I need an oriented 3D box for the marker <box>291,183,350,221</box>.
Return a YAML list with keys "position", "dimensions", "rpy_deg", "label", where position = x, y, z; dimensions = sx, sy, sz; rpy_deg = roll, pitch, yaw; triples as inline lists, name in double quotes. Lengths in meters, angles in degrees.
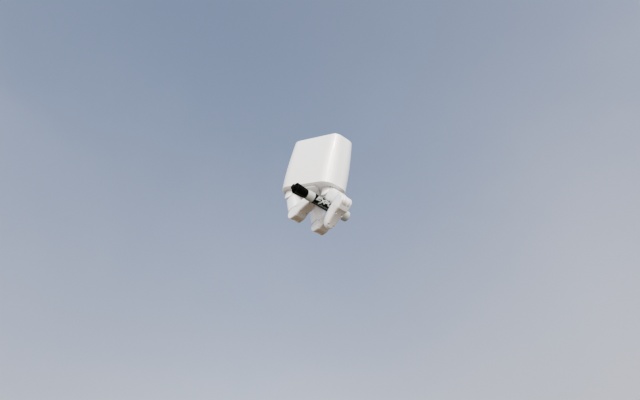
- position: [0.000, 0.003, 0.788]
  dimensions: [0.121, 0.020, 0.020]
  rpy_deg: [29, -17, -32]
  label: "marker"
